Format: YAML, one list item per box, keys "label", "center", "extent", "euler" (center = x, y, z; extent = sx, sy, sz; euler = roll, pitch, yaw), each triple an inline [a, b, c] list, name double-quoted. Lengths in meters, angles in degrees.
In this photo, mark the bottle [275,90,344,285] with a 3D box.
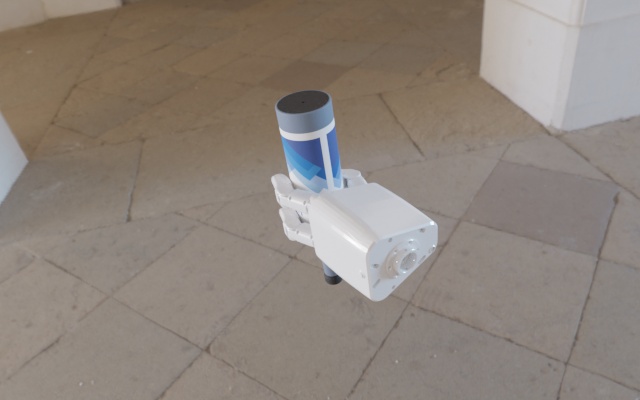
- label: "bottle"
  center: [0.000, 0.002, 0.643]
  extent: [0.069, 0.296, 0.069]
  euler: [-6, 36, 5]
